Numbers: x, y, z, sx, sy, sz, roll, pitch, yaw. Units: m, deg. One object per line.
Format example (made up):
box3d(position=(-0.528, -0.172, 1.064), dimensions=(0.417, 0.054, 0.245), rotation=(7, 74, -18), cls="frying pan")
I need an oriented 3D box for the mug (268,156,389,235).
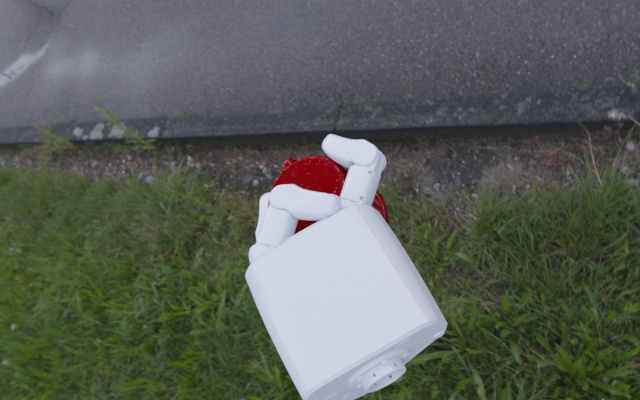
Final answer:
box3d(position=(-0.001, 0.000, 0.450), dimensions=(0.093, 0.117, 0.081), rotation=(-39, -34, 11), cls="mug")
